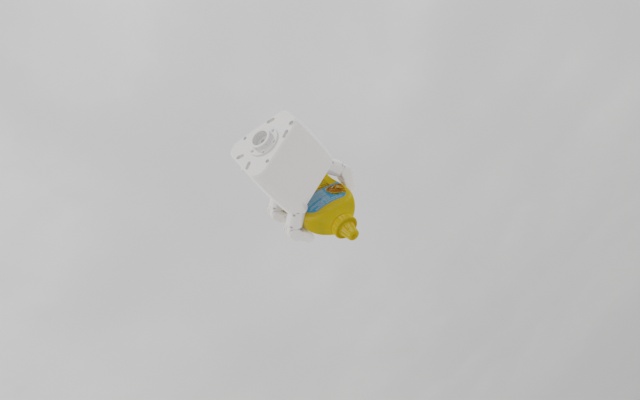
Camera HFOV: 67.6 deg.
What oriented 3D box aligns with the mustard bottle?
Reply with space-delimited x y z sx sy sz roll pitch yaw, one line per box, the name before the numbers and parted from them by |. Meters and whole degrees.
mustard bottle | 0.000 0.003 0.779 0.096 0.058 0.191 -28 45 -18
